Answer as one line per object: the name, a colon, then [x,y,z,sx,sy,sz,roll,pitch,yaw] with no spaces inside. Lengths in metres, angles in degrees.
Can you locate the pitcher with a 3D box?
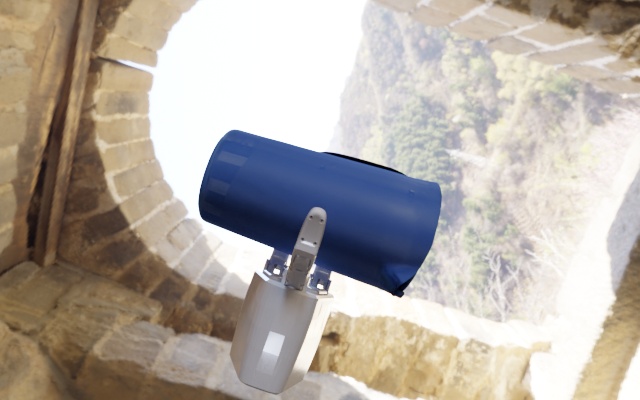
pitcher: [0.000,0.002,0.533,0.243,0.145,0.149,19,-3,-1]
